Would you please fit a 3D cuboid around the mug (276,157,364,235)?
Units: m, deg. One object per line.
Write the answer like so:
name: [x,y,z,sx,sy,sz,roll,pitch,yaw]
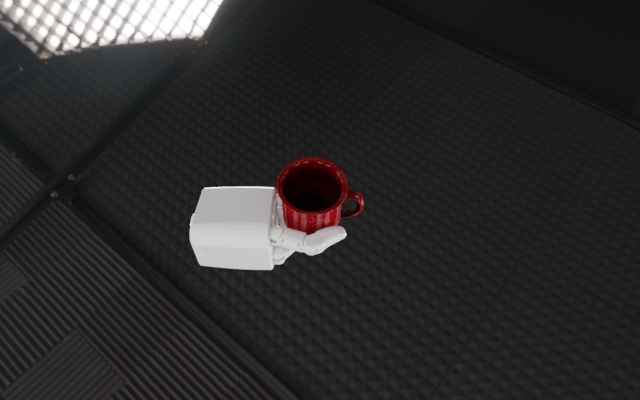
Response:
mug: [0.002,0.002,0.653,0.117,0.093,0.082,2,-33,-1]
